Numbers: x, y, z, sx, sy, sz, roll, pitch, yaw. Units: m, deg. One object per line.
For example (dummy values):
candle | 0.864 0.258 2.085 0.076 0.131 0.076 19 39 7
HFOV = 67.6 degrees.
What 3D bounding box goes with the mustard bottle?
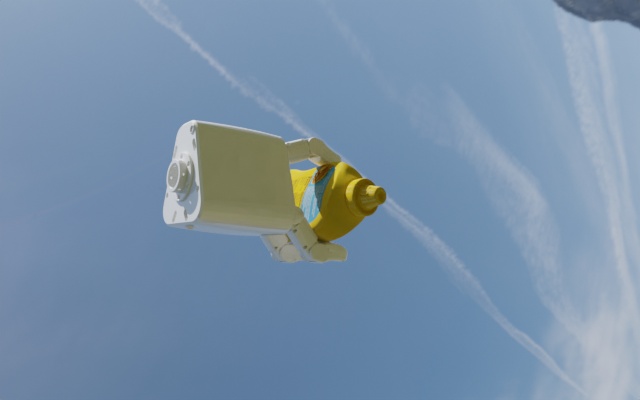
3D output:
mustard bottle | 0.000 0.002 0.562 0.058 0.096 0.191 36 -26 -32
